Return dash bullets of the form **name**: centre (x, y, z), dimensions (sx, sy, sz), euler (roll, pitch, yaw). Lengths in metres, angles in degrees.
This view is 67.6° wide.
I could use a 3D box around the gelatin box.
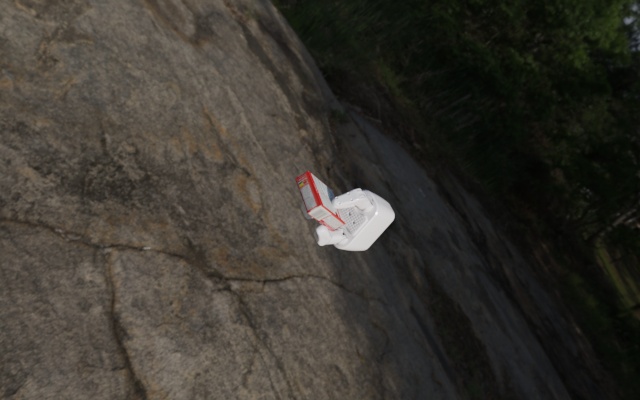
- **gelatin box**: centre (0.000, 0.002, 0.788), dimensions (0.030, 0.073, 0.089), euler (-31, -35, 15)
